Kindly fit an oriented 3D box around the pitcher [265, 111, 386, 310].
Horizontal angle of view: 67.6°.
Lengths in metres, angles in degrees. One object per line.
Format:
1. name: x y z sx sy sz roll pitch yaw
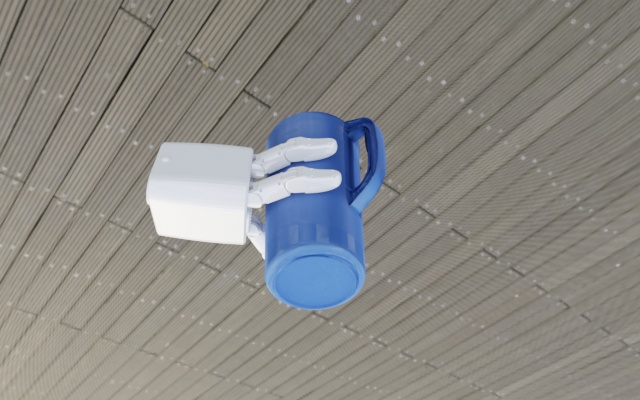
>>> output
1. pitcher: 0.000 0.002 0.585 0.145 0.149 0.242 5 41 -7
